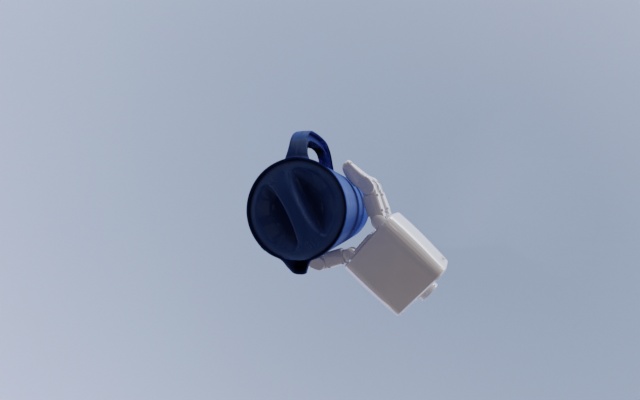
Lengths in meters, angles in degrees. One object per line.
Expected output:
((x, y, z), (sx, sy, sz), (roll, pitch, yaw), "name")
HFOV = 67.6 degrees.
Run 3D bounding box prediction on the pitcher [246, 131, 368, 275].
((0.000, 0.002, 0.706), (0.145, 0.149, 0.243), (44, 11, 12), "pitcher")
